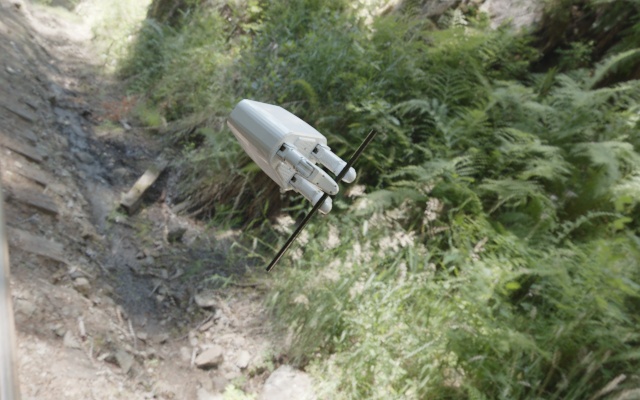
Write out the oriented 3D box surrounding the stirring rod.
[{"bbox_3d":[0.000,0.002,0.650,0.011,0.239,0.011,37,5,-4],"label":"stirring rod"}]
